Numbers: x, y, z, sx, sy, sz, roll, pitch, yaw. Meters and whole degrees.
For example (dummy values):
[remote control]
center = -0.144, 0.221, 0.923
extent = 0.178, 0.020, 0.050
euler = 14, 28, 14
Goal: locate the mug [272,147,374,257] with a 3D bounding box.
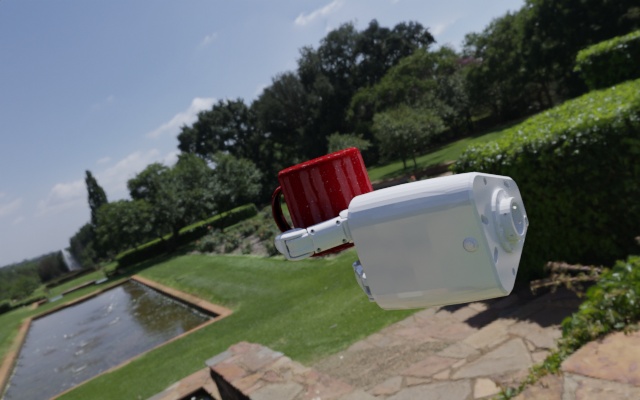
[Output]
[mug]
center = -0.001, 0.002, 0.462
extent = 0.117, 0.081, 0.093
euler = -14, 7, 37
